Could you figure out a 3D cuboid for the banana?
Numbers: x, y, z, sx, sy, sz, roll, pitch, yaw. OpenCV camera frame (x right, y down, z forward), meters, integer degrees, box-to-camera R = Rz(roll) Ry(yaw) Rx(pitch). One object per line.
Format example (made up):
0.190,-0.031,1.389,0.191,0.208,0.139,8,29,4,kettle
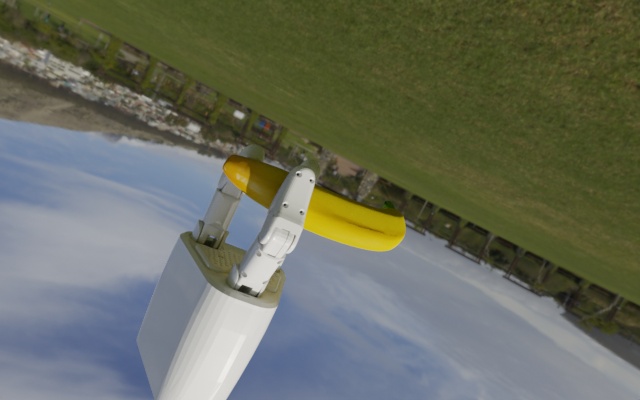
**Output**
0.013,0.010,0.389,0.198,0.037,0.069,17,14,-43,banana
